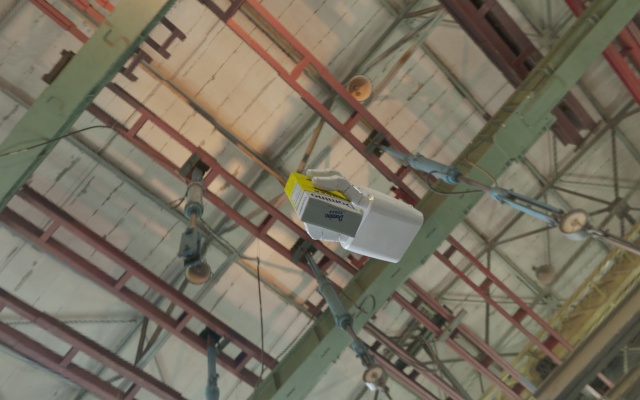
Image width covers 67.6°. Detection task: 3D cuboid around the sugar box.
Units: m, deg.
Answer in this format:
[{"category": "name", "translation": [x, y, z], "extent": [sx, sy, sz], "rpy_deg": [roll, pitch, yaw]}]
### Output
[{"category": "sugar box", "translation": [0.000, 0.002, 0.788], "extent": [0.093, 0.048, 0.176], "rpy_deg": [18, 9, -17]}]
